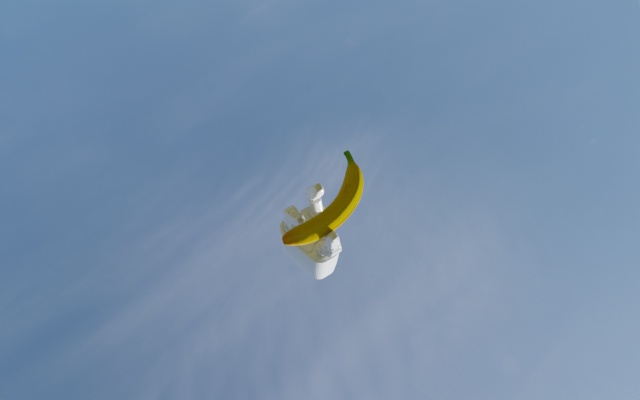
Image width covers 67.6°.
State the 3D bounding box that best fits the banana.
[{"bbox_3d":[0.018,0.010,0.786,0.069,0.197,0.037,32,-22,9],"label":"banana"}]
